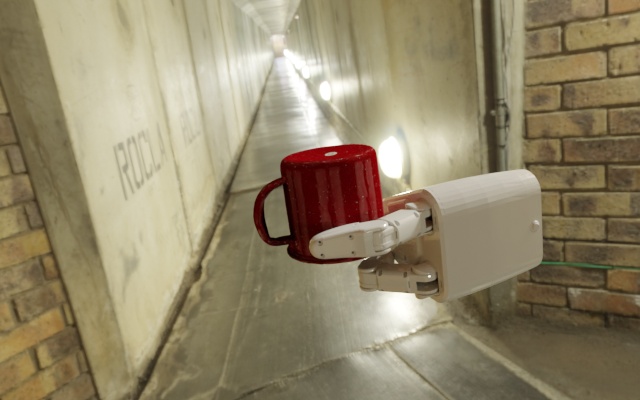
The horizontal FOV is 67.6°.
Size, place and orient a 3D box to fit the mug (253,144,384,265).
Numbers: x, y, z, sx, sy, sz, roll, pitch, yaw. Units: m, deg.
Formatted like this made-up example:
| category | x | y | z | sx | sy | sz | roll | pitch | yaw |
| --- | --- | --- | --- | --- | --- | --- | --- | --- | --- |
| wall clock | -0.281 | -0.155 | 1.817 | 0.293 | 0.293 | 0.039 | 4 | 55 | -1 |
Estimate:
| category | x | y | z | sx | sy | sz | roll | pitch | yaw |
| --- | --- | --- | --- | --- | --- | --- | --- | --- | --- |
| mug | -0.001 | 0.001 | 0.401 | 0.117 | 0.081 | 0.093 | -13 | 15 | -18 |
